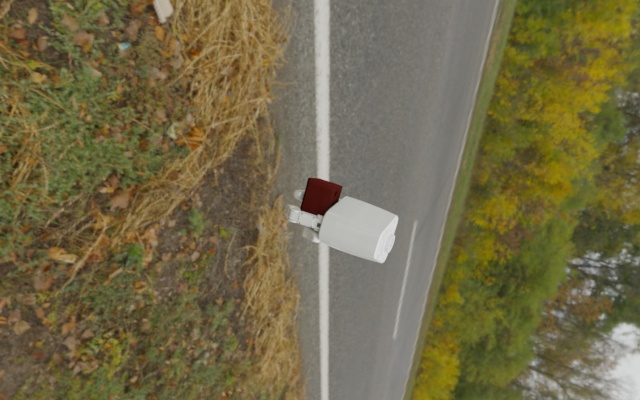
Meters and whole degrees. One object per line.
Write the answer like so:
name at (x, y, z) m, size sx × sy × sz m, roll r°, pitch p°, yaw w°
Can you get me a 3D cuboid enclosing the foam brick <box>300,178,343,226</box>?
foam brick at (0.000, 0.003, 0.860) m, size 0.051 × 0.078 × 0.053 m, roll 19°, pitch 11°, yaw 20°
